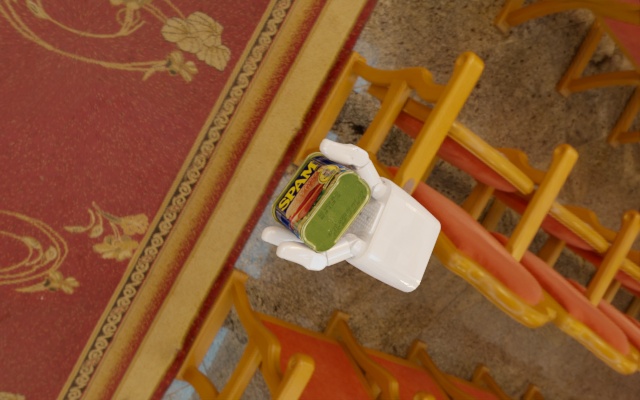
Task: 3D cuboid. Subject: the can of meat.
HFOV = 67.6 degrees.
[{"bbox_3d":[0.000,0.002,0.557,0.057,0.102,0.084,38,-2,-32],"label":"can of meat"}]
